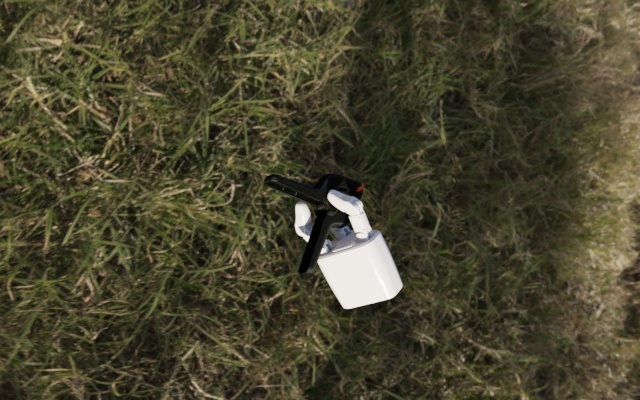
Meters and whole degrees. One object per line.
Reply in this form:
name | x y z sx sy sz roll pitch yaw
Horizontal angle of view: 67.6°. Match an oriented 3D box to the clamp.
clamp | 0.001 0.002 0.788 0.036 0.164 0.210 -13 17 43
